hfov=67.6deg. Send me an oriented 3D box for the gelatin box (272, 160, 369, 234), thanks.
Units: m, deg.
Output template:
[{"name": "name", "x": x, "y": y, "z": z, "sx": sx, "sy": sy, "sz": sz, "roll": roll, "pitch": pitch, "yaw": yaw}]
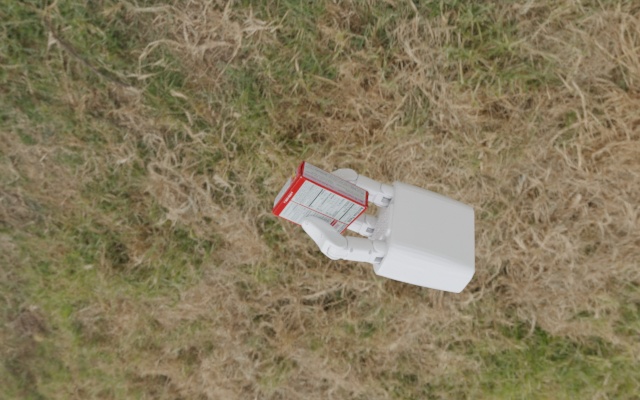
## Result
[{"name": "gelatin box", "x": 0.000, "y": 0.002, "z": 0.552, "sx": 0.089, "sy": 0.030, "sz": 0.073, "roll": 24, "pitch": -46, "yaw": -18}]
